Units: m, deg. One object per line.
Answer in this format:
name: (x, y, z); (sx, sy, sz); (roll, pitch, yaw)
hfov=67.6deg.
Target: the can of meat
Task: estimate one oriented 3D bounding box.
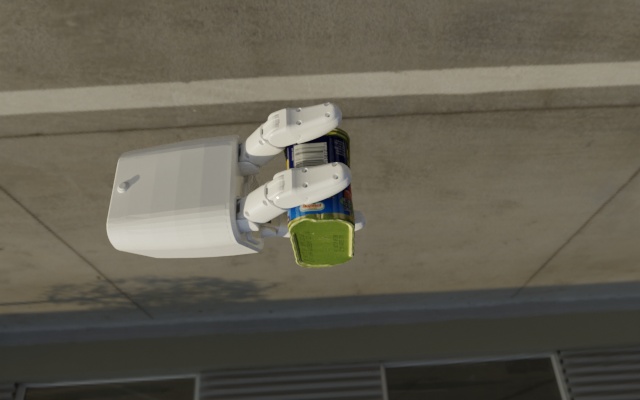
can of meat: (0.000, 0.002, 0.409); (0.057, 0.084, 0.102); (-4, -29, 2)
